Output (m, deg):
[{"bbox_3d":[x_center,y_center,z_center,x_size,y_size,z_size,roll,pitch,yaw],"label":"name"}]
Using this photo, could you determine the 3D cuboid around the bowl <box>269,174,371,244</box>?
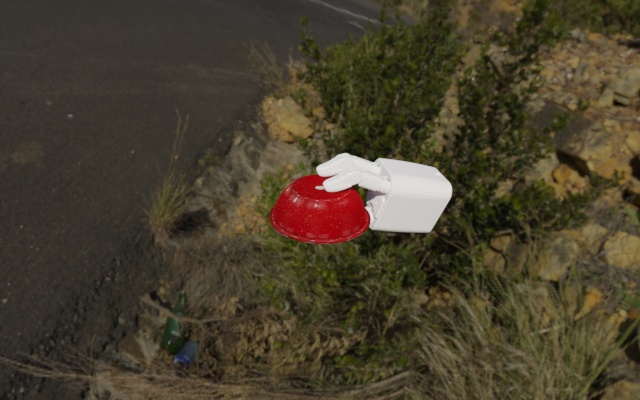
[{"bbox_3d":[-0.001,0.002,0.746,0.162,0.055,0.162,1,28,-1],"label":"bowl"}]
